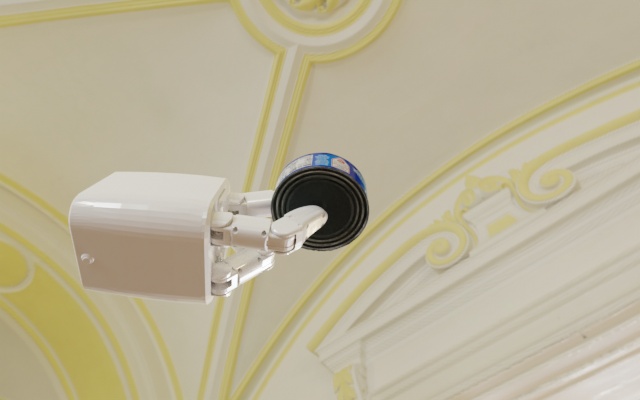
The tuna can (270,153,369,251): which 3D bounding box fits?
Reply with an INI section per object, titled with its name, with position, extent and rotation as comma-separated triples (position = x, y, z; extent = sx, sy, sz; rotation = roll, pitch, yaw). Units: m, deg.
[tuna can]
position = 0.000, 0.001, 0.427
extent = 0.086, 0.086, 0.033
rotation = 0, 30, 3
